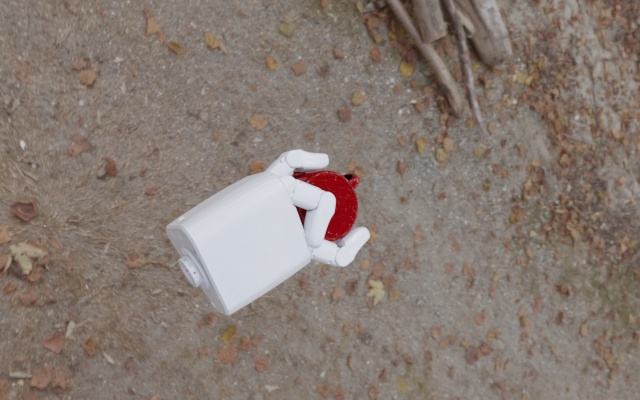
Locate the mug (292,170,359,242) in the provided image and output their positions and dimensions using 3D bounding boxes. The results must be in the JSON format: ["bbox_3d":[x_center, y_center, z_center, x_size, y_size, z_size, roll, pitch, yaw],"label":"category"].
[{"bbox_3d":[0.001,0.001,0.575,0.117,0.093,0.081,-33,14,-26],"label":"mug"}]
